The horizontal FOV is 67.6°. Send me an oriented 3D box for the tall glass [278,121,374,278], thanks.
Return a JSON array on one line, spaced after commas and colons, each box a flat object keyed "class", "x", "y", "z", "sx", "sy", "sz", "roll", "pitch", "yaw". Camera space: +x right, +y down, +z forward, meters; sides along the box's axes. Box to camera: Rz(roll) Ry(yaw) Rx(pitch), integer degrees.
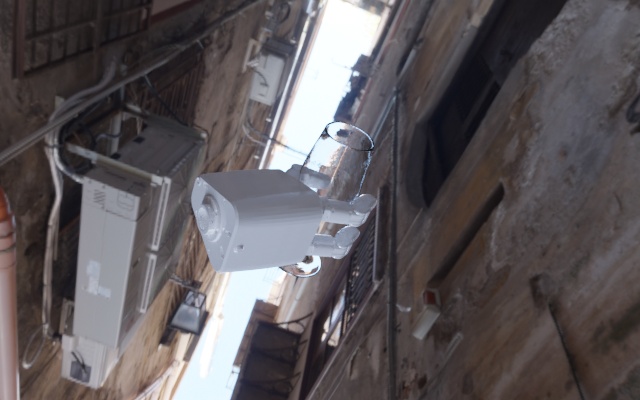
[{"class": "tall glass", "x": 0.000, "y": 0.002, "z": 0.603, "sx": 0.079, "sy": 0.201, "sz": 0.079, "roll": 17, "pitch": 33, "yaw": -11}]
